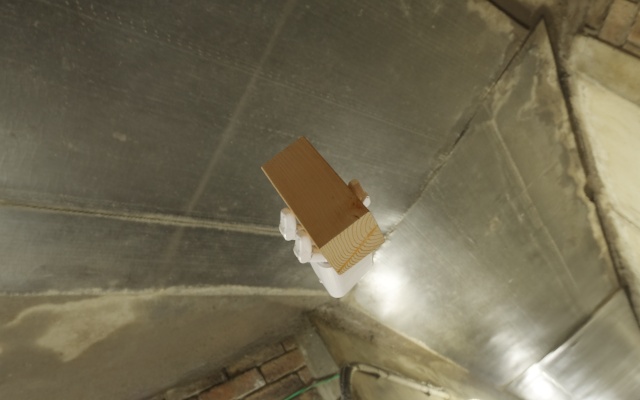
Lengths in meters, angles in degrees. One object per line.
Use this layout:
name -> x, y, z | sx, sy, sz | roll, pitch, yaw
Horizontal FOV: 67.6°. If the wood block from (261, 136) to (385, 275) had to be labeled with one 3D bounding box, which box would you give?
wood block -> 0.001, 0.003, 0.751 | 0.091, 0.206, 0.090 | -37, -41, -2
